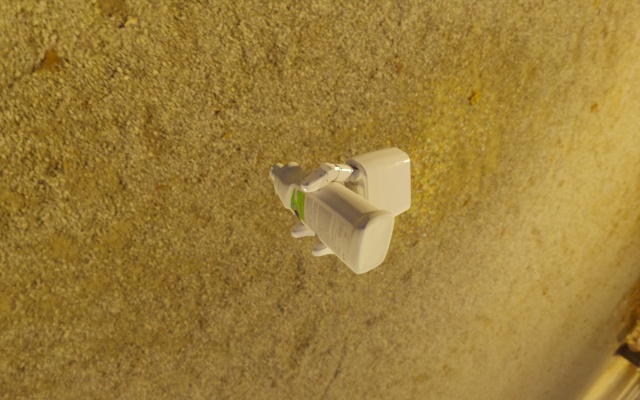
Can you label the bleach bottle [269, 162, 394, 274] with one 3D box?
[{"bbox_3d":[0.000,0.003,0.740,0.068,0.103,0.250,-20,42,-33],"label":"bleach bottle"}]
